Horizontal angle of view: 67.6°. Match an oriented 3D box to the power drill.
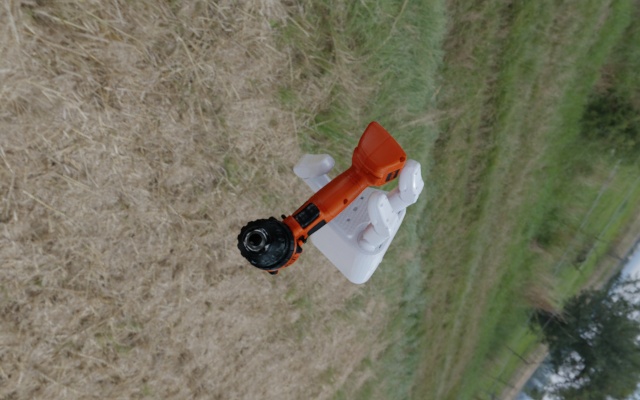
[{"bbox_3d":[0.000,0.001,0.495,0.187,0.057,0.184,-39,-6,-3],"label":"power drill"}]
